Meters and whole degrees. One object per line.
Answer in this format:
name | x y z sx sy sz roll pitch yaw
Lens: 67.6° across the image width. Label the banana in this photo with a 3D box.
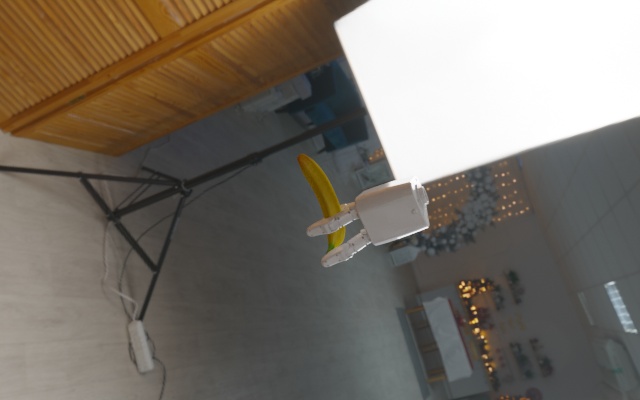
banana | 0.008 0.003 0.898 0.037 0.198 0.069 -18 2 24
